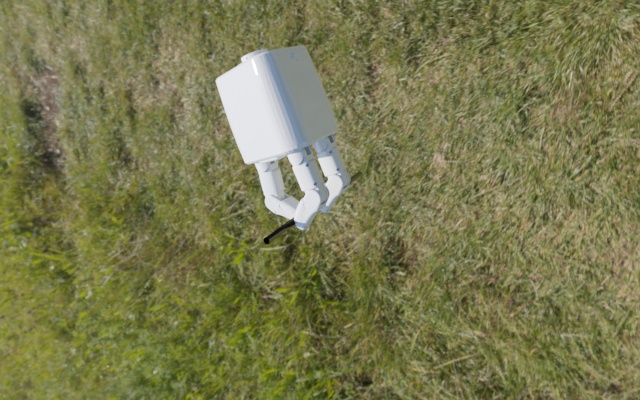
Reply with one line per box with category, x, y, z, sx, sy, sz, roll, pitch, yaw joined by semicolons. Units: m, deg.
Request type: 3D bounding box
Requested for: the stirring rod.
stirring rod;0.000;0.002;0.605;0.011;0.011;0.239;0;20;31
